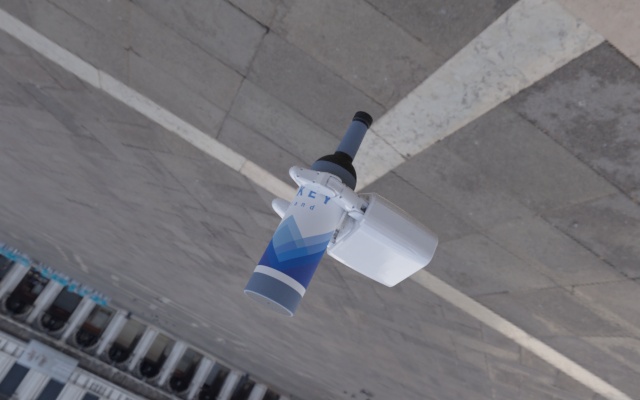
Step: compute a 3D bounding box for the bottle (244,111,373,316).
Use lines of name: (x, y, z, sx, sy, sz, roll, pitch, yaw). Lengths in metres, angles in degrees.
bottle: (0.000, 0.002, 0.623, 0.069, 0.295, 0.069, 23, -23, 10)
